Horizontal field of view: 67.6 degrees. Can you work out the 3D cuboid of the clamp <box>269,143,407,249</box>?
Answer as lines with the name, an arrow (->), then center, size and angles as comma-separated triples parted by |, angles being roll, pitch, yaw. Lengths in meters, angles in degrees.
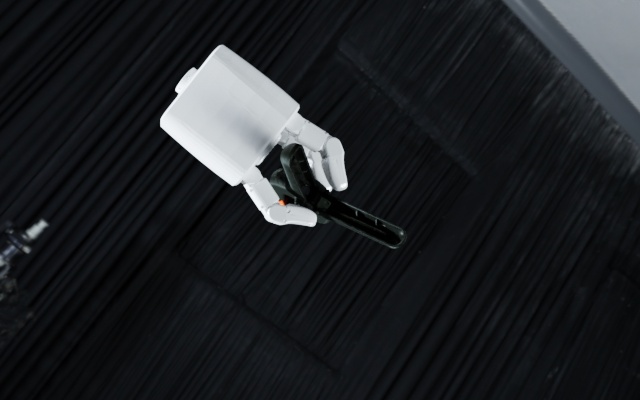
clamp -> -0.001, 0.002, 0.565 | 0.164, 0.036, 0.210 | 37, -13, -13
